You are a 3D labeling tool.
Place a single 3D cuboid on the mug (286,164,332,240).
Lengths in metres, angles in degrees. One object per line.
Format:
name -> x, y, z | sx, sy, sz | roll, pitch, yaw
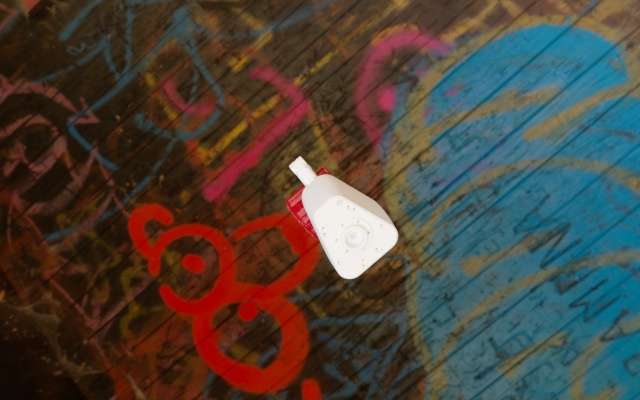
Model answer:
mug -> 0.000, 0.002, 0.743 | 0.081, 0.093, 0.117 | -41, 17, 4
